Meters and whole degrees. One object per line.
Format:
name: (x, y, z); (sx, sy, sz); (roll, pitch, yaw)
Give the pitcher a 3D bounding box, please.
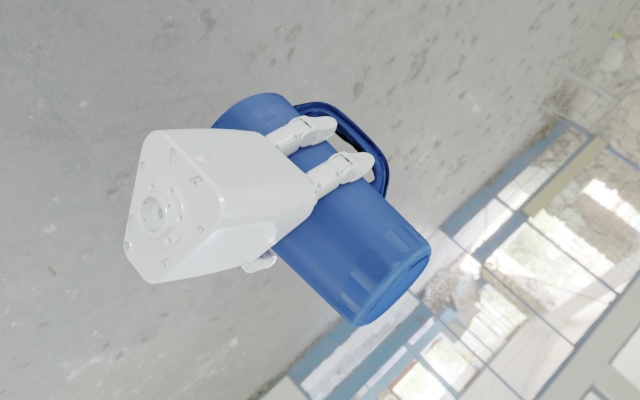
pitcher: (0.000, 0.002, 0.498); (0.242, 0.149, 0.145); (44, 23, 22)
